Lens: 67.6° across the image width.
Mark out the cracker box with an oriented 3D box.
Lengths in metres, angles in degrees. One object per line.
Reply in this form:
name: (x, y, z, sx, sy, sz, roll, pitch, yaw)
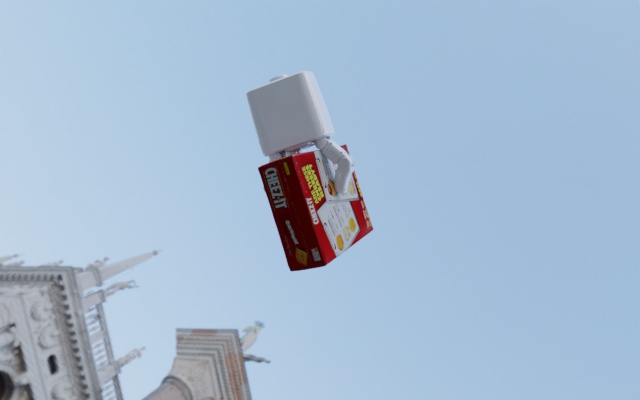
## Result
cracker box: (0.000, 0.002, 0.769, 0.072, 0.164, 0.213, -16, 4, 27)
